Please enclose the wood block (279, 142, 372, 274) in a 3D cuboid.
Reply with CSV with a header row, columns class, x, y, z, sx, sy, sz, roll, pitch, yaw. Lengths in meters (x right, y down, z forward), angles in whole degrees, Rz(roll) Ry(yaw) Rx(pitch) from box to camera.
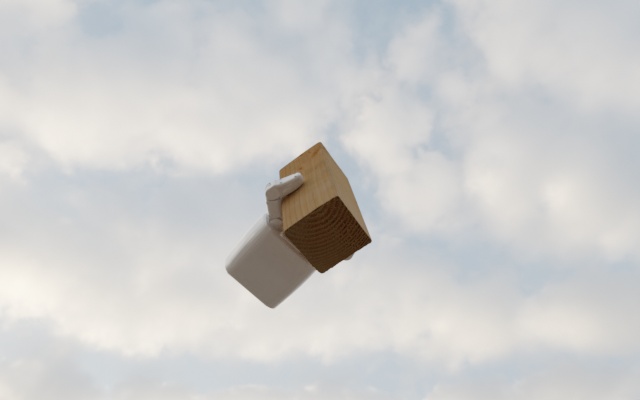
class,x,y,z,sx,sy,sz,roll,pitch,yaw
wood block,0.000,0.002,0.726,0.090,0.091,0.206,-34,26,10
